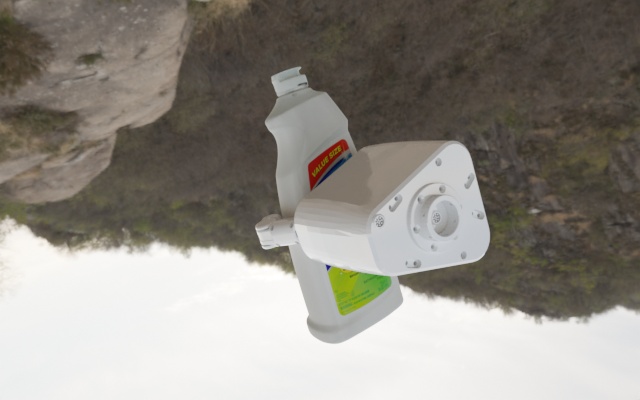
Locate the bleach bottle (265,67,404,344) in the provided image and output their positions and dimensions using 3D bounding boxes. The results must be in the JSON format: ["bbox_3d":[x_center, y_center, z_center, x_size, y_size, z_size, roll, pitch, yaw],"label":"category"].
[{"bbox_3d":[0.000,0.002,0.459,0.102,0.251,0.068,-24,12,-26],"label":"bleach bottle"}]
